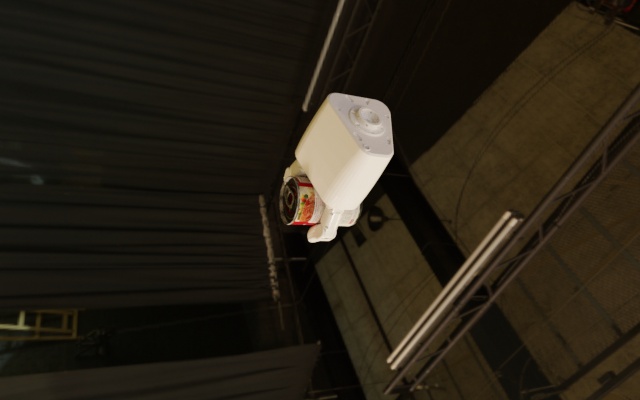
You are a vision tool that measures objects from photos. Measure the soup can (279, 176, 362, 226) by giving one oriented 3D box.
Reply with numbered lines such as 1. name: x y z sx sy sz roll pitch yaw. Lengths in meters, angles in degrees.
1. soup can: 0.000 0.003 0.686 0.102 0.068 0.068 3 -2 -27
